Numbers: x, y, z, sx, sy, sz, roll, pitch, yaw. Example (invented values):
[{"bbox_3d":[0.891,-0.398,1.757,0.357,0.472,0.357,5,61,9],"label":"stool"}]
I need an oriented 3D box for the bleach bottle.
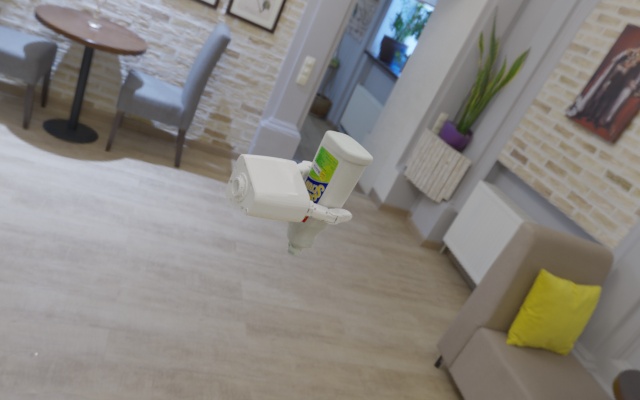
[{"bbox_3d":[0.000,0.003,0.887,0.068,0.251,0.102,7,29,-37],"label":"bleach bottle"}]
